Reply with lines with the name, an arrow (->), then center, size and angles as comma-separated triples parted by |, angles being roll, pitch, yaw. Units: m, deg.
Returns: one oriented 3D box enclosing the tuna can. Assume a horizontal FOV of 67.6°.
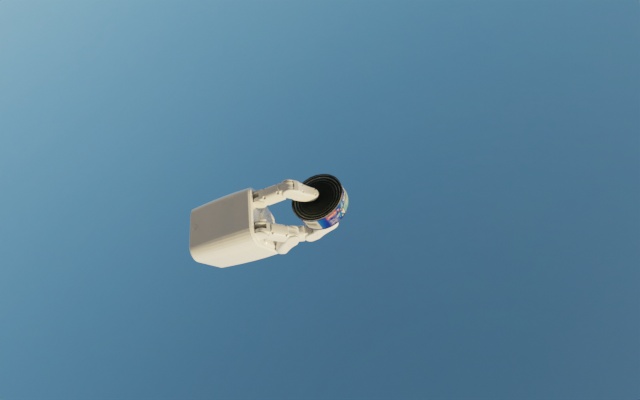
tuna can -> 0.000, 0.003, 0.746 | 0.086, 0.086, 0.034 | 0, -32, 28
